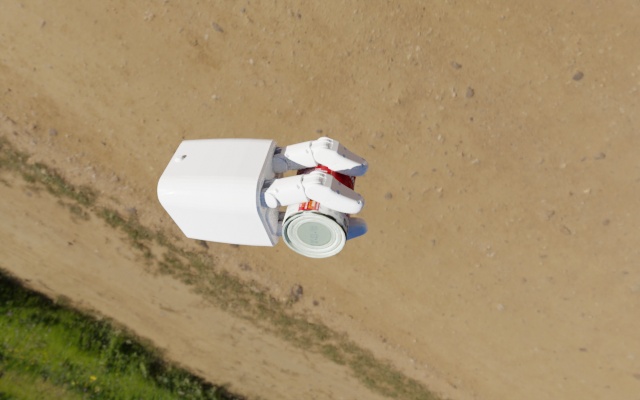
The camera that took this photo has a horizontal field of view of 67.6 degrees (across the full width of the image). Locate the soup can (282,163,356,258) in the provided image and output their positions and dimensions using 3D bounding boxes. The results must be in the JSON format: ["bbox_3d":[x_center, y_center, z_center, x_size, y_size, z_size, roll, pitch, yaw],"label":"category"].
[{"bbox_3d":[0.001,0.002,0.510,0.068,0.069,0.102,0,43,11],"label":"soup can"}]
